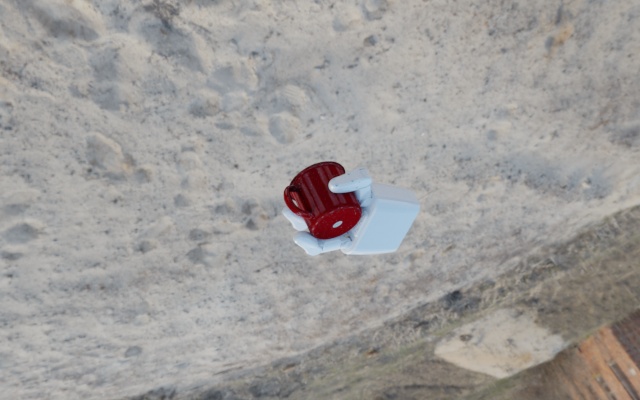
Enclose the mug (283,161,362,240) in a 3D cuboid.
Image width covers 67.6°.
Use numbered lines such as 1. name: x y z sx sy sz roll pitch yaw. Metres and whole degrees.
1. mug: -0.001 0.002 0.692 0.117 0.081 0.093 5 -43 -39
